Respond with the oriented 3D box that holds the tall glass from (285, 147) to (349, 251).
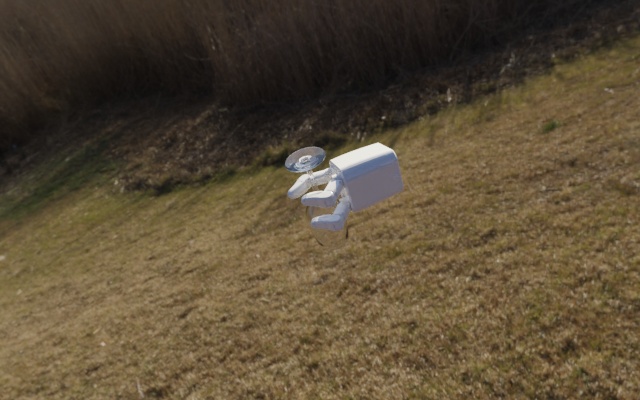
[{"bbox_3d":[0.000,0.002,0.895,0.079,0.201,0.079,-12,36,9],"label":"tall glass"}]
